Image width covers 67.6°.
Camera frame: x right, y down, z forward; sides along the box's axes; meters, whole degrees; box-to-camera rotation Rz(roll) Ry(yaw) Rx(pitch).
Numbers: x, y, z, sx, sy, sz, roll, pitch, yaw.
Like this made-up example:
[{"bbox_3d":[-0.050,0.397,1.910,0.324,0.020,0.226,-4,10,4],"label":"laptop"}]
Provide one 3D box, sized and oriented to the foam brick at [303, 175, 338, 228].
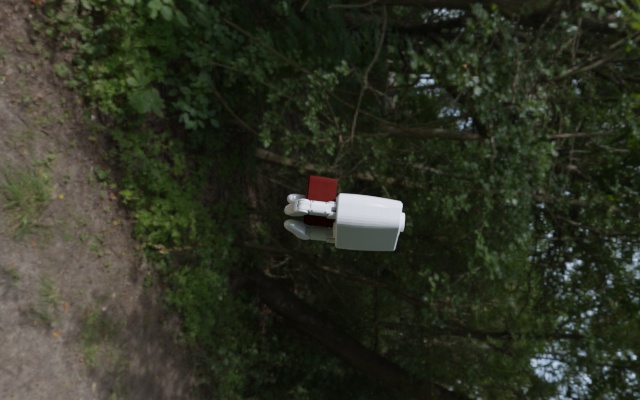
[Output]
[{"bbox_3d":[0.000,0.002,0.829,0.051,0.078,0.053,6,-15,1],"label":"foam brick"}]
